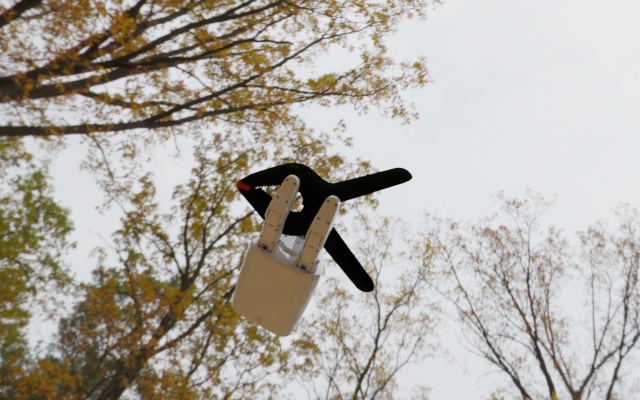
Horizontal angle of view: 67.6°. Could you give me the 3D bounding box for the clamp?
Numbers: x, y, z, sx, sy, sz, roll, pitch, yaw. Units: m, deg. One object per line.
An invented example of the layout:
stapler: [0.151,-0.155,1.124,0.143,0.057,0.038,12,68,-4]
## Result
clamp: [0.000,0.002,0.585,0.210,0.165,0.036,26,22,9]
